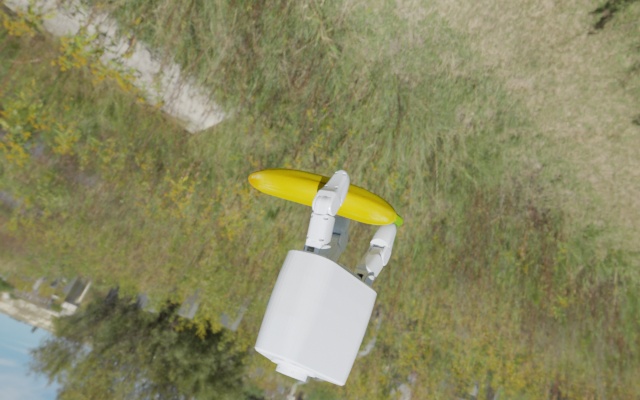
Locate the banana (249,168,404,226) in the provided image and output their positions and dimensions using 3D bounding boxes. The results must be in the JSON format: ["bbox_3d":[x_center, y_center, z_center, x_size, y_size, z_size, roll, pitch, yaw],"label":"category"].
[{"bbox_3d":[0.004,-0.004,0.559,0.198,0.037,0.070,18,-21,5],"label":"banana"}]
